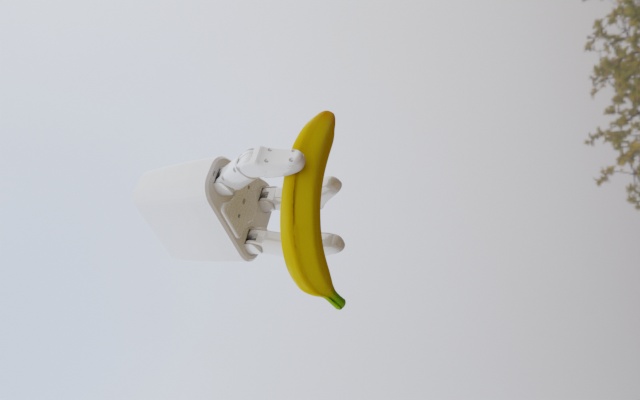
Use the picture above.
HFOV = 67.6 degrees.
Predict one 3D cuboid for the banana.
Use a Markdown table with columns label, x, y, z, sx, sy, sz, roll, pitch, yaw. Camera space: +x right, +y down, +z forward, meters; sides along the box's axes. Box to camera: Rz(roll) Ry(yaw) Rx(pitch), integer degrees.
| label | x | y | z | sx | sy | sz | roll | pitch | yaw |
| --- | --- | --- | --- | --- | --- | --- | --- | --- | --- |
| banana | -0.009 | 0.002 | 0.448 | 0.037 | 0.197 | 0.069 | -7 | -13 | 30 |
